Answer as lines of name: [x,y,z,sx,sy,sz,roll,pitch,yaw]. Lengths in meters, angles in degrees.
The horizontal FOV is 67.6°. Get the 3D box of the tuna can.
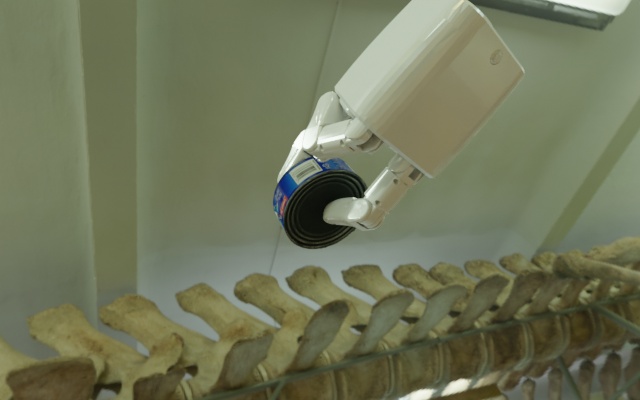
tuna can: [0.000,0.001,0.444,0.086,0.086,0.033,0,33,-29]
